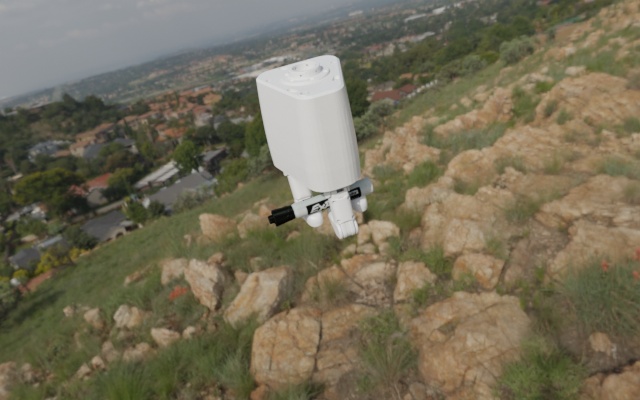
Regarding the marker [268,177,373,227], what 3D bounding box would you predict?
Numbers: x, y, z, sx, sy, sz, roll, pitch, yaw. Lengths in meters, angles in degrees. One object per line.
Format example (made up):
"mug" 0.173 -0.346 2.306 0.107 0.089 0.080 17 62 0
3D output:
"marker" 0.000 0.002 0.527 0.121 0.020 0.020 -19 4 -11
